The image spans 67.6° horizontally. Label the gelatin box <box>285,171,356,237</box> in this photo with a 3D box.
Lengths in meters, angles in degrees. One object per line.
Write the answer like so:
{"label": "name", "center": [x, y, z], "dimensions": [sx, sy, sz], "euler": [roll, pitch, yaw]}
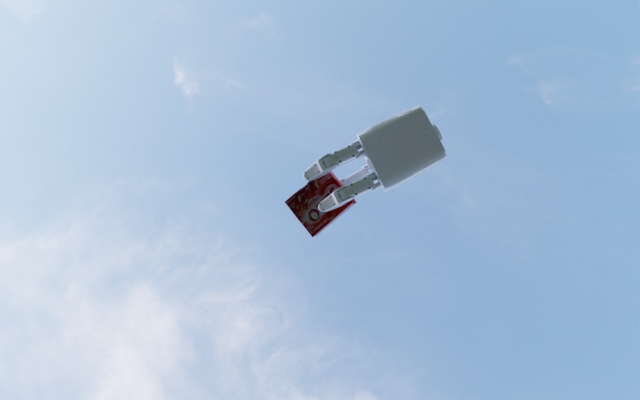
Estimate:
{"label": "gelatin box", "center": [0.000, 0.003, 0.757], "dimensions": [0.089, 0.073, 0.030], "euler": [-40, -9, 9]}
